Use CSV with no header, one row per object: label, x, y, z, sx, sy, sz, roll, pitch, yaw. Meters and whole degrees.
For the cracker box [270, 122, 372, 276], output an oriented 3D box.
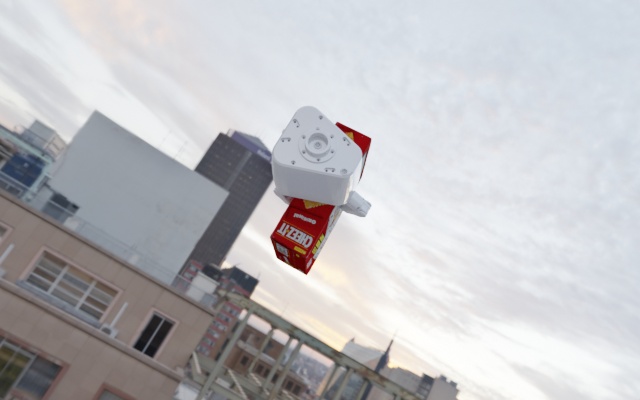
cracker box,0.000,0.002,0.780,0.072,0.213,0.164,28,-16,8
